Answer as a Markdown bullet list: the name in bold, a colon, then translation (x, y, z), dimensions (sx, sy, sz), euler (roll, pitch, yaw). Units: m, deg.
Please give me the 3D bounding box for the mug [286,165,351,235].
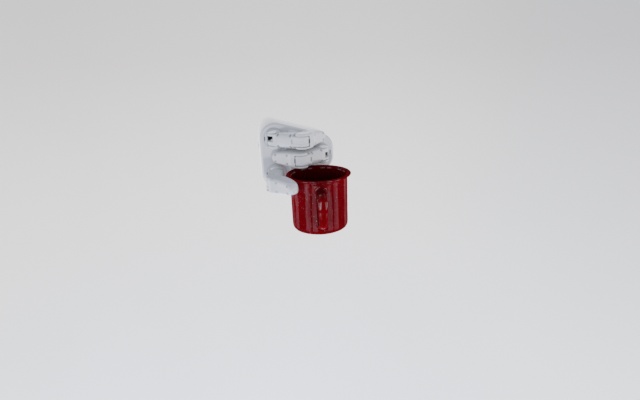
- **mug**: translation (0.000, 0.003, 0.683), dimensions (0.093, 0.081, 0.117), euler (-4, 19, -6)
